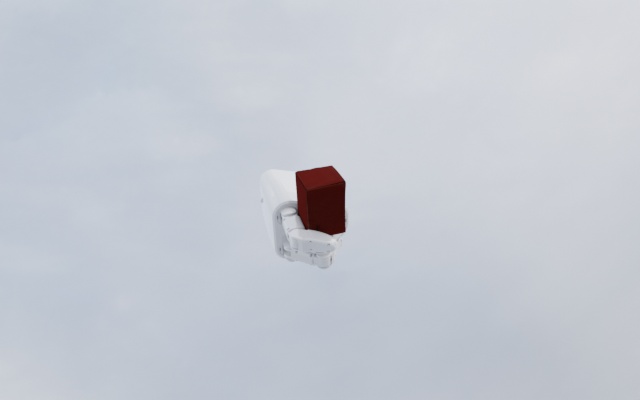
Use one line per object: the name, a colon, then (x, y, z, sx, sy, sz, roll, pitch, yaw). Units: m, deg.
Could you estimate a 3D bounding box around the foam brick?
foam brick: (0.000, 0.002, 0.612, 0.053, 0.078, 0.051, -11, 34, -14)
